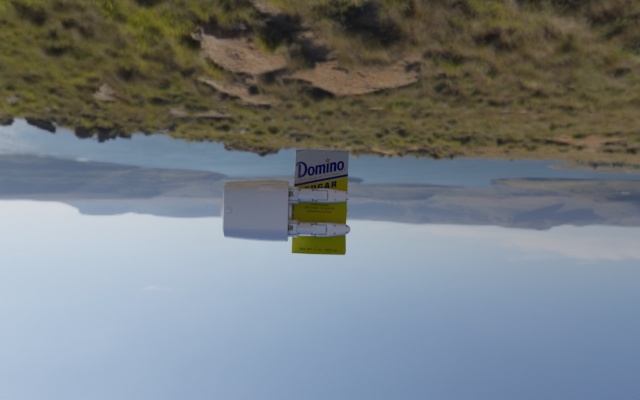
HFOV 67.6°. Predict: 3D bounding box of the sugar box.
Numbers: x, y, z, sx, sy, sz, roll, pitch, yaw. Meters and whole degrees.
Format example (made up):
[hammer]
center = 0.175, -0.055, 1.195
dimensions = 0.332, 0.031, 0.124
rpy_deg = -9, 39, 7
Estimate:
[sugar box]
center = 0.000, 0.003, 0.813
dimensions = 0.093, 0.176, 0.048
rpy_deg = 1, 0, 1
